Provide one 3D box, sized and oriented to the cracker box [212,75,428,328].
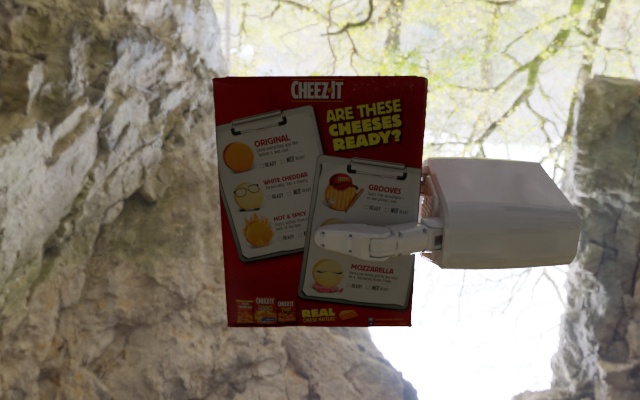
[{"bbox_3d":[0.000,0.002,0.415,0.164,0.214,0.072,0,16,0],"label":"cracker box"}]
